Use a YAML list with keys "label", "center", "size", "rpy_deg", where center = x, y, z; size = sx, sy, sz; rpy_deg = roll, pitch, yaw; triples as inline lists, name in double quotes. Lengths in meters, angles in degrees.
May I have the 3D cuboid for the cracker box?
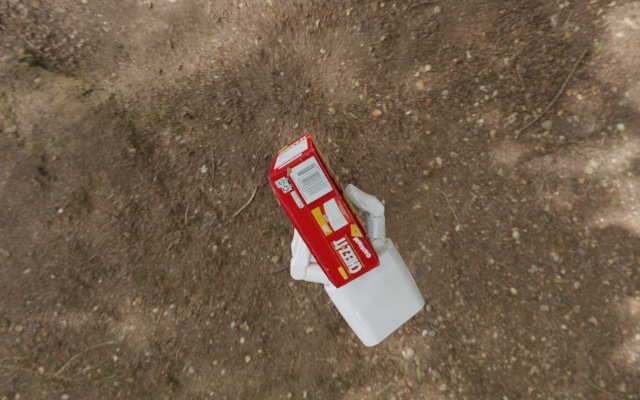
- label: "cracker box"
  center: [0.000, 0.002, 0.655]
  size: [0.072, 0.164, 0.213]
  rpy_deg: [-30, 12, 4]
